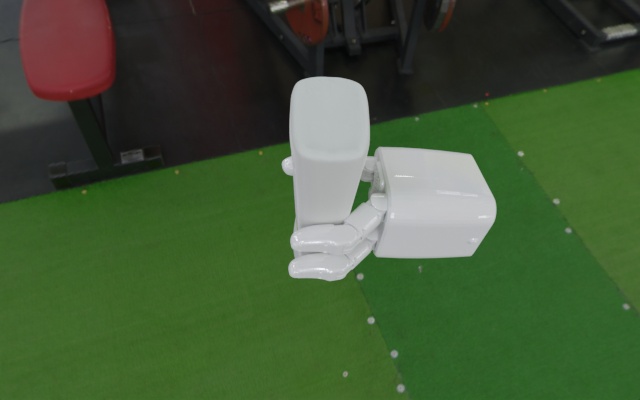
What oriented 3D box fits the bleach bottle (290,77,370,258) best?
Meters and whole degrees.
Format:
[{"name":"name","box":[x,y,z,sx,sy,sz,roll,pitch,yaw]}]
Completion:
[{"name":"bleach bottle","box":[0.000,0.002,0.498,0.068,0.102,0.251,2,-35,-3]}]
